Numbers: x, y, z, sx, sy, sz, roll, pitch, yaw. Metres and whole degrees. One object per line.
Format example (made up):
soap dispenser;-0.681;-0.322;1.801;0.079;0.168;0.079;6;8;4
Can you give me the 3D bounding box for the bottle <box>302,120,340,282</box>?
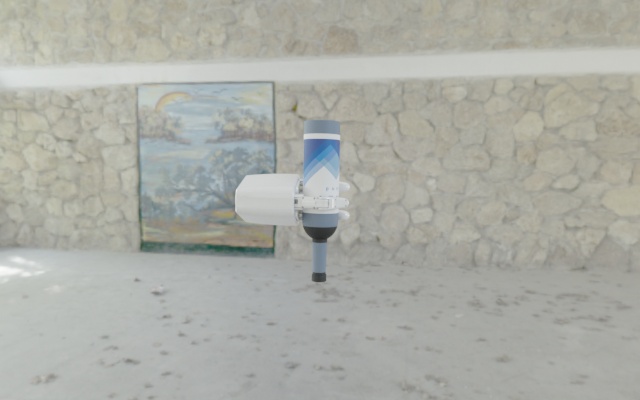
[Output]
bottle;0.000;0.003;0.881;0.069;0.296;0.069;1;3;0
